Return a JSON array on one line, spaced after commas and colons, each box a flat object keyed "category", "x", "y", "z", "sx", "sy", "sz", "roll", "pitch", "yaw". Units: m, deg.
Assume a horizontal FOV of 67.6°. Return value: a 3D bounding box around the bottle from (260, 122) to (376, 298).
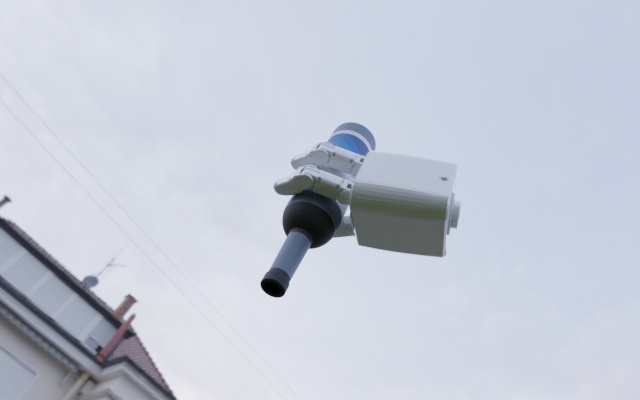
[{"category": "bottle", "x": 0.000, "y": 0.002, "z": 0.587, "sx": 0.069, "sy": 0.069, "sz": 0.295, "roll": 0, "pitch": 36, "yaw": 24}]
